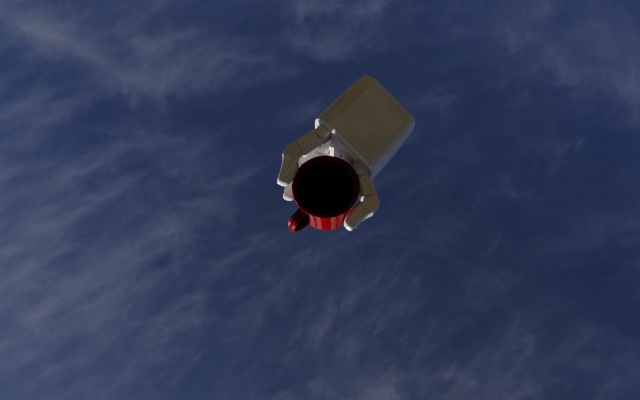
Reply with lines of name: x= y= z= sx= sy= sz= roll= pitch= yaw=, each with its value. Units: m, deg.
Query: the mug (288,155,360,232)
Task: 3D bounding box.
mug: x=-0.001 y=0.003 z=0.684 sx=0.093 sy=0.117 sz=0.081 roll=41 pitch=-14 yaw=15
